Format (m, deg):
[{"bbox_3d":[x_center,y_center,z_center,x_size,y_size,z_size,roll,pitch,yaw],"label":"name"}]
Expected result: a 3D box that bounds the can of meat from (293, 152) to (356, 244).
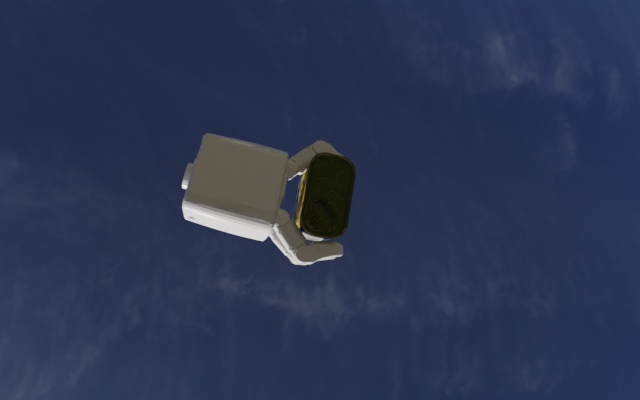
[{"bbox_3d":[0.000,0.002,0.599,0.057,0.102,0.084,12,-15,-11],"label":"can of meat"}]
